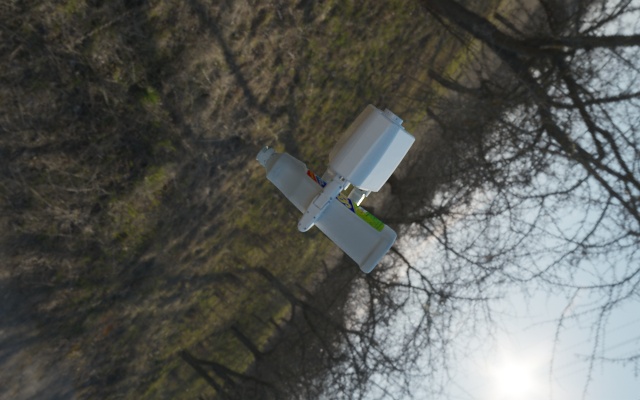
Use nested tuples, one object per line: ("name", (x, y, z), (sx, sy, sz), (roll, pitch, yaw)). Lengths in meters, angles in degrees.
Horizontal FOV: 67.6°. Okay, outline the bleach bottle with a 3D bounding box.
("bleach bottle", (0.000, 0.002, 0.745), (0.251, 0.068, 0.102), (39, 15, 7))
